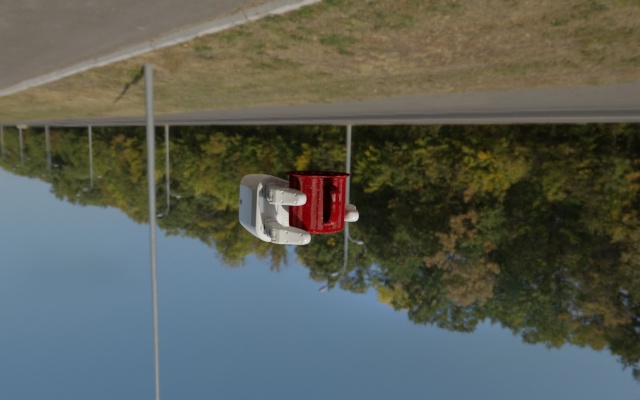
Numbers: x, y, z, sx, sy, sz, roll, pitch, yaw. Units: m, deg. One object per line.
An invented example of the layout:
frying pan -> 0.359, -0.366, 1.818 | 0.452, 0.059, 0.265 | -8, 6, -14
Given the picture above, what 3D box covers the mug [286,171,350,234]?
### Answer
mug -> 0.001, 0.003, 0.676 | 0.093, 0.081, 0.117 | -2, 8, -25
